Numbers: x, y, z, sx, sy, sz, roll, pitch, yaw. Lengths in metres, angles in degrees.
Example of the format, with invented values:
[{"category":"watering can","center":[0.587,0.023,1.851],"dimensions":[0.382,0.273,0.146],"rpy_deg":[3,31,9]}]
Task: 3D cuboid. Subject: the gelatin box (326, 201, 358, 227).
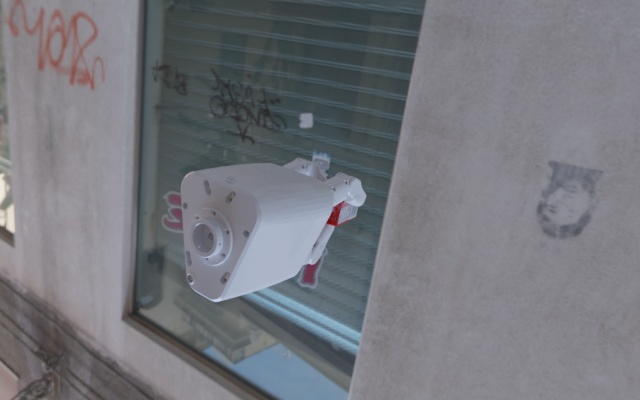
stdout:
[{"category":"gelatin box","center":[0.000,0.002,0.563],"dimensions":[0.073,0.030,0.089],"rpy_deg":[16,10,17]}]
